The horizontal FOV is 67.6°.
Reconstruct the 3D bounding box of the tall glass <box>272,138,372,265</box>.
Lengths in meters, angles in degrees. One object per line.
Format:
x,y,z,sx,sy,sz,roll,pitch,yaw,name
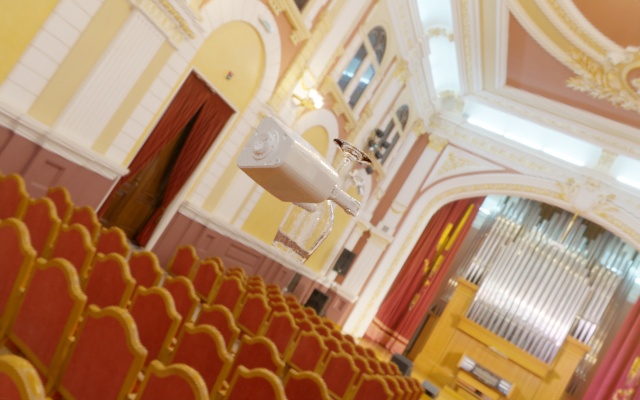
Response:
0.001,0.002,0.771,0.079,0.201,0.079,31,-6,4,tall glass
